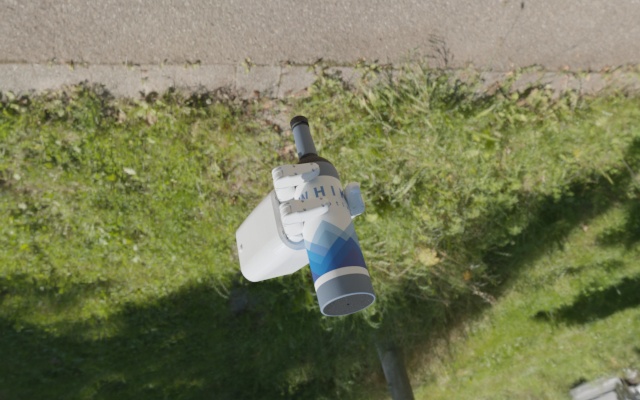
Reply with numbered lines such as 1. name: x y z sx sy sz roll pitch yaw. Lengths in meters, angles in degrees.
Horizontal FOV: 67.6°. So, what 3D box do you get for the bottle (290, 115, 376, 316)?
1. bottle: 0.000 0.002 0.636 0.069 0.295 0.069 -11 -32 -7
